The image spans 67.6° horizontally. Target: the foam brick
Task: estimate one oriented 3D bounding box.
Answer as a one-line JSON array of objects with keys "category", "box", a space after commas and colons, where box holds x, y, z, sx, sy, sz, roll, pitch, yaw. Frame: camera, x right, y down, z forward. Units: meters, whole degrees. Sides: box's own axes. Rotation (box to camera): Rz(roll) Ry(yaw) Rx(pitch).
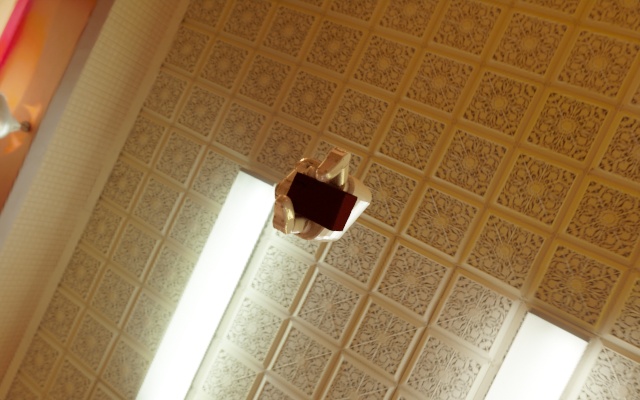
[{"category": "foam brick", "box": [0.000, 0.002, 0.627, 0.078, 0.053, 0.051, 26, 4, 23]}]
